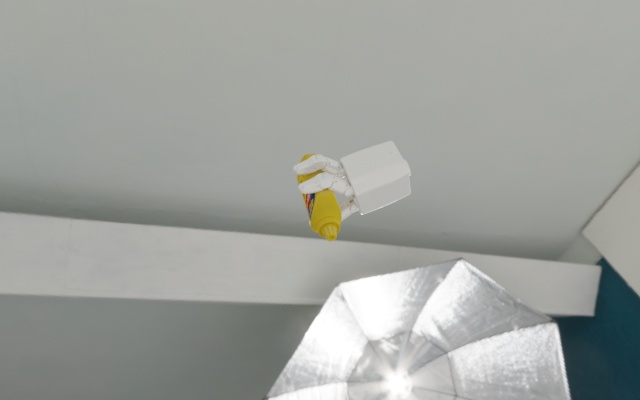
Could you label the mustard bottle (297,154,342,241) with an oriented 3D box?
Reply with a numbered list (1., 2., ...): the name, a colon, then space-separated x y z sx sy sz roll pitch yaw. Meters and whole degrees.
1. mustard bottle: 0.000 0.003 0.894 0.058 0.096 0.191 -3 41 -14
